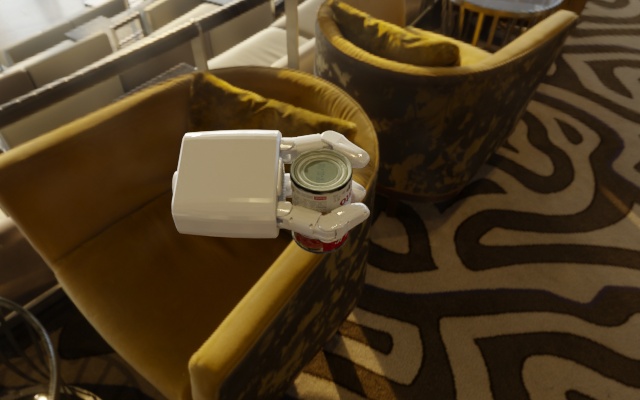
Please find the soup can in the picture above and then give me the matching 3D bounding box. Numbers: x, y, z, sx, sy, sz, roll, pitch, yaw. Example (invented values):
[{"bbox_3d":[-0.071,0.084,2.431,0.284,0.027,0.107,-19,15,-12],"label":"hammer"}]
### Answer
[{"bbox_3d":[0.001,0.002,0.529,0.068,0.068,0.102,0,-43,0],"label":"soup can"}]
